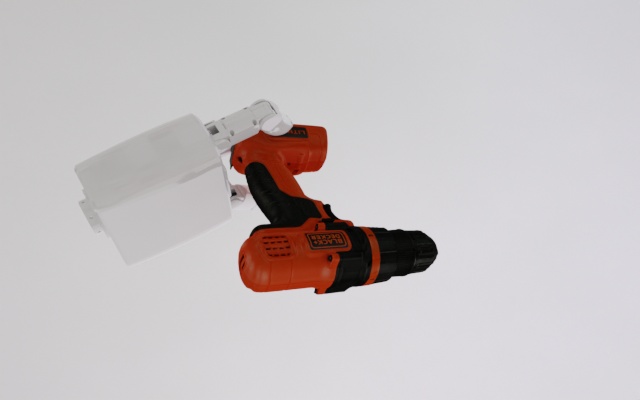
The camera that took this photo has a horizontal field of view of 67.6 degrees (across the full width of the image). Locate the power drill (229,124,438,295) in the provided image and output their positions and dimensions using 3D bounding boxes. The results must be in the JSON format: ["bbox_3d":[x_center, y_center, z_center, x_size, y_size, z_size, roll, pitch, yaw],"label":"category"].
[{"bbox_3d":[0.000,0.001,0.451,0.184,0.057,0.187,0,42,-27],"label":"power drill"}]
